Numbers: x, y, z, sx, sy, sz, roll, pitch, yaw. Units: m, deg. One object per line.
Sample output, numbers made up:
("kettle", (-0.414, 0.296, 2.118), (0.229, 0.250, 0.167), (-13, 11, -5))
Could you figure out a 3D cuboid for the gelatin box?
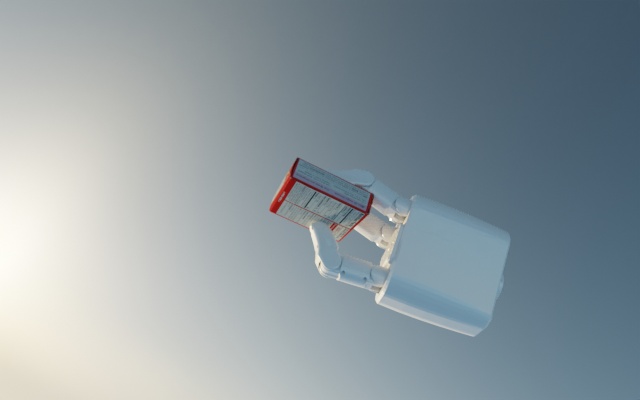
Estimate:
("gelatin box", (0.000, 0.002, 0.496), (0.089, 0.030, 0.073), (24, -35, -10))
